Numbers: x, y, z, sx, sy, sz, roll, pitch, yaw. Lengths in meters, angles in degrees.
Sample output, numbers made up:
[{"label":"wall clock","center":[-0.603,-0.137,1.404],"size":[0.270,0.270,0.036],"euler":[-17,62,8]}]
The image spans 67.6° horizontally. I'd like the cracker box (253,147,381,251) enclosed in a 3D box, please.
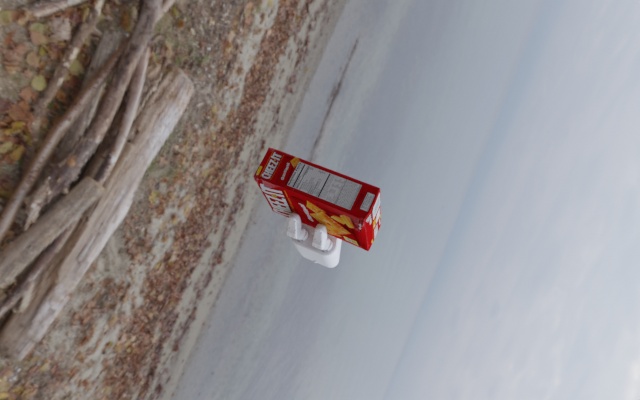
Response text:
[{"label":"cracker box","center":[0.000,0.003,0.868],"size":[0.213,0.072,0.164],"euler":[21,-19,16]}]
